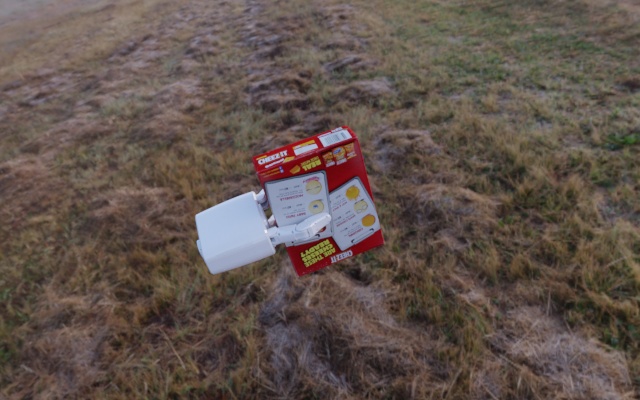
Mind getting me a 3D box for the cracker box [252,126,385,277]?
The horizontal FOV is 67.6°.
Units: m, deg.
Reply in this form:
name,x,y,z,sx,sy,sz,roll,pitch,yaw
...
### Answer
name,x,y,z,sx,sy,sz,roll,pitch,yaw
cracker box,0.000,0.003,0.790,0.164,0.214,0.072,-20,32,-4
